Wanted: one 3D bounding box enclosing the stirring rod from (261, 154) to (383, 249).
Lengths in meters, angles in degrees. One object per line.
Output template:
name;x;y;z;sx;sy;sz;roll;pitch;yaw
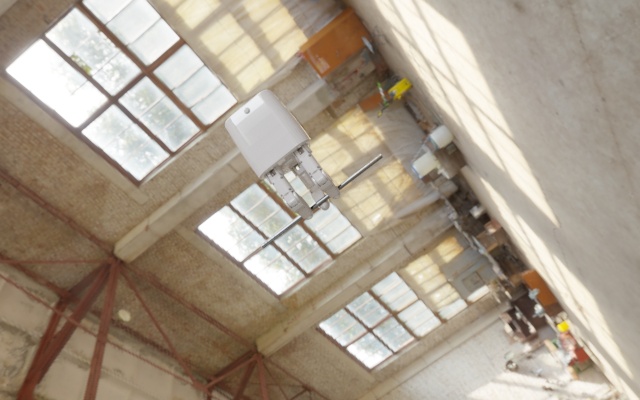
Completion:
stirring rod;0.000;0.002;0.757;0.239;0.011;0.011;-37;-6;8
